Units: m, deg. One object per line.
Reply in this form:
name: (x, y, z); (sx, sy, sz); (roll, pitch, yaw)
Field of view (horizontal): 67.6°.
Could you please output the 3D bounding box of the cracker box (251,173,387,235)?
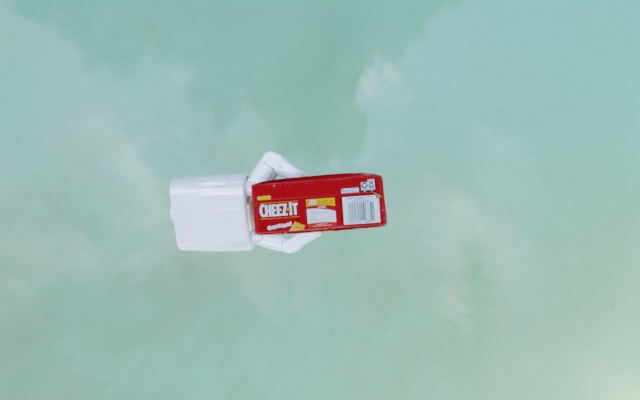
cracker box: (0.000, 0.002, 0.683); (0.164, 0.072, 0.213); (-5, 1, 2)
